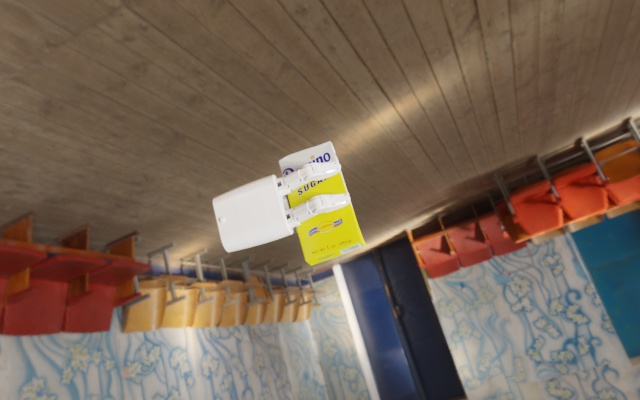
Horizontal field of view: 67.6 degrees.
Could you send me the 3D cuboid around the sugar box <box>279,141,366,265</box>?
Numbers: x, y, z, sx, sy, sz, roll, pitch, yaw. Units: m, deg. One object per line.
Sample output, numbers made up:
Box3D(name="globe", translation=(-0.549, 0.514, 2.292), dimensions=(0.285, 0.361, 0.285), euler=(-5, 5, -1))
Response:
Box3D(name="sugar box", translation=(0.000, 0.002, 0.748), dimensions=(0.093, 0.176, 0.048), euler=(-19, -19, 5))
